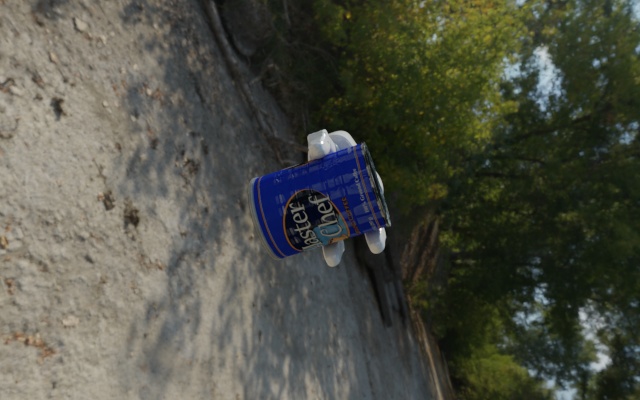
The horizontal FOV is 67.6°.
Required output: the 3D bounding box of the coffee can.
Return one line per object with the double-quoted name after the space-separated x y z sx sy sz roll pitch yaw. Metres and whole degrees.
0.000 0.002 0.560 0.140 0.103 0.103 -18 -3 10 "coffee can"
